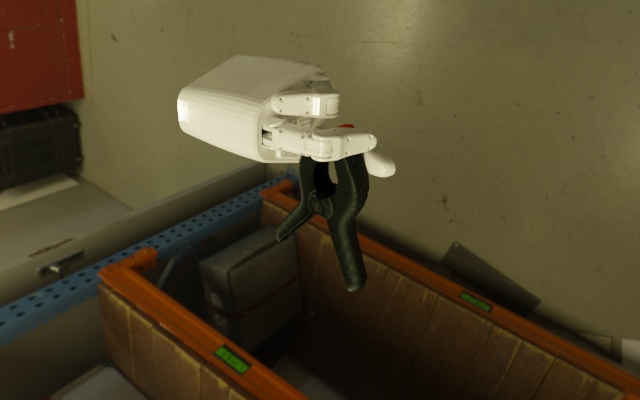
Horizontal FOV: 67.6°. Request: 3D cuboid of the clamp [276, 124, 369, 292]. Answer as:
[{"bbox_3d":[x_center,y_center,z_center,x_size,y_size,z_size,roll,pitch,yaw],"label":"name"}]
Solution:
[{"bbox_3d":[0.000,0.002,0.482,0.120,0.171,0.039,19,31,30],"label":"clamp"}]
